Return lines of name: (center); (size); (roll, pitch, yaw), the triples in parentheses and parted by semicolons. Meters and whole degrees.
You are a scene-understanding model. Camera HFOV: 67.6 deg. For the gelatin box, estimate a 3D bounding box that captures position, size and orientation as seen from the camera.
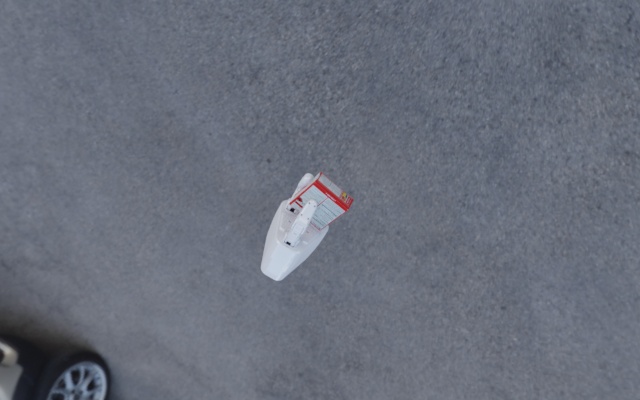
gelatin box: (0.000, 0.003, 0.799); (0.073, 0.030, 0.089); (40, -42, -10)
